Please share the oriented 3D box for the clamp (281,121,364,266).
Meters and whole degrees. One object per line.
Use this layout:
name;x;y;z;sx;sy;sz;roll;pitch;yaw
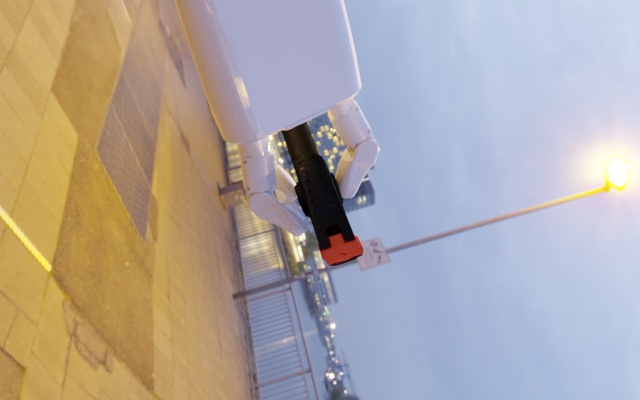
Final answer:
clamp;0.001;0.001;0.421;0.036;0.165;0.209;-20;33;-2
